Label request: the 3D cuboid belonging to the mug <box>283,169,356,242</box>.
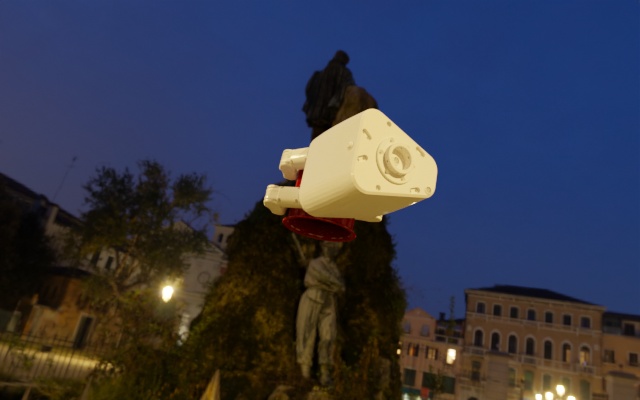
[{"bbox_3d":[-0.001,0.002,0.618,0.093,0.081,0.117,22,-21,-25],"label":"mug"}]
